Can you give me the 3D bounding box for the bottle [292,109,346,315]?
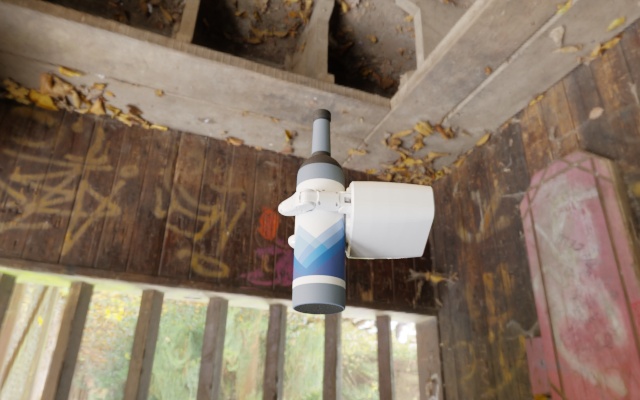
[{"bbox_3d":[0.000,0.002,0.655,0.069,0.295,0.069,1,-26,0],"label":"bottle"}]
